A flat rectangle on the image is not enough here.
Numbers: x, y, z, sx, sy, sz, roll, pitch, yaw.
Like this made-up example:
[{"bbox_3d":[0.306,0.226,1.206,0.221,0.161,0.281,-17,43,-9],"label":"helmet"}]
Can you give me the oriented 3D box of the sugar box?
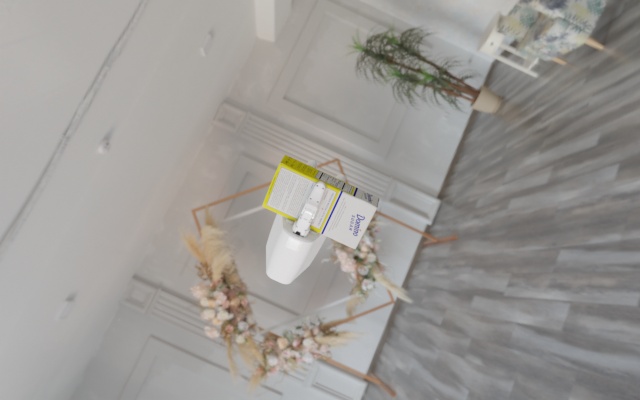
[{"bbox_3d":[0.000,0.002,0.805,0.176,0.093,0.048,24,28,-2],"label":"sugar box"}]
